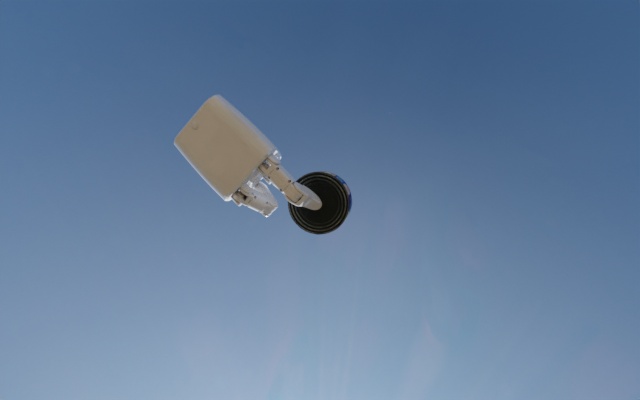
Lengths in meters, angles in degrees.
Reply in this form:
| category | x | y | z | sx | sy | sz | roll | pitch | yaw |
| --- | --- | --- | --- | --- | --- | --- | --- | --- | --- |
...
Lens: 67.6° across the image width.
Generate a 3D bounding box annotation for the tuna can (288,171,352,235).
| category | x | y | z | sx | sy | sz | roll | pitch | yaw |
| --- | --- | --- | --- | --- | --- | --- | --- | --- | --- |
| tuna can | 0.000 | 0.002 | 0.661 | 0.086 | 0.086 | 0.034 | 0 | 6 | 12 |
